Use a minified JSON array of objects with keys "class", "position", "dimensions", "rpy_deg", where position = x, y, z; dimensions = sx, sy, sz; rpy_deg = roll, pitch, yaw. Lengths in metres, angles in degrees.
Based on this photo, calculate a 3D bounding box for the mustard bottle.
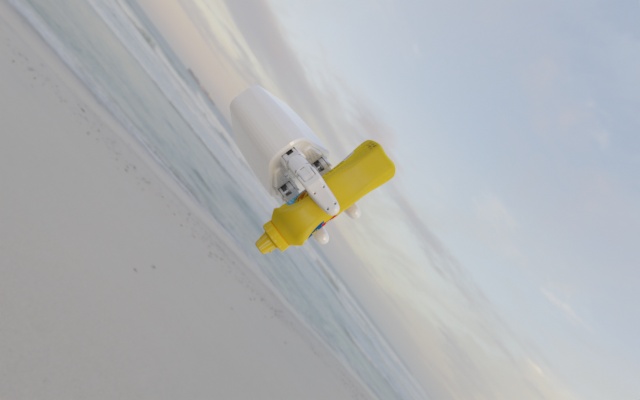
[{"class":"mustard bottle","position":[0.001,0.002,0.594],"dimensions":[0.191,0.058,0.096],"rpy_deg":[-36,5,-3]}]
